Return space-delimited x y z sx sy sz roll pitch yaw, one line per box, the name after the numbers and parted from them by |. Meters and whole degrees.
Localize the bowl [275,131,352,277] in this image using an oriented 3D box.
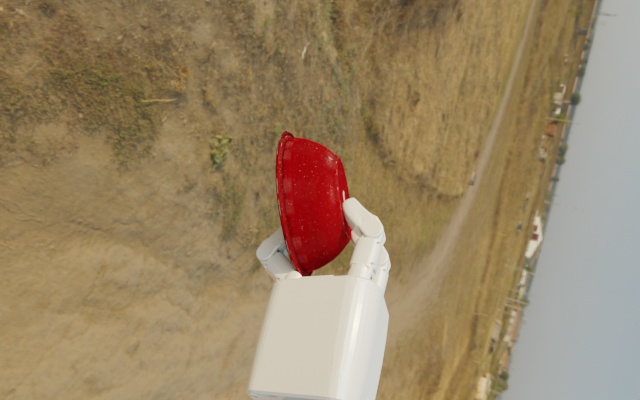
0.000 0.000 0.517 0.055 0.162 0.162 -8 -1 10 | bowl
